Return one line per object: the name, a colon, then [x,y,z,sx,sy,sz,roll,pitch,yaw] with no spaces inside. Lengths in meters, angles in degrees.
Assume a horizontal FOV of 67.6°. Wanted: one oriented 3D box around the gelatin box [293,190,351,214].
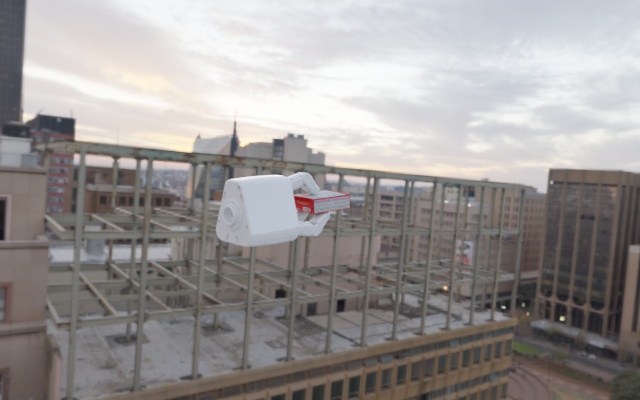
gelatin box: [0.000,0.002,0.897,0.089,0.030,0.073,-9,12,-34]
